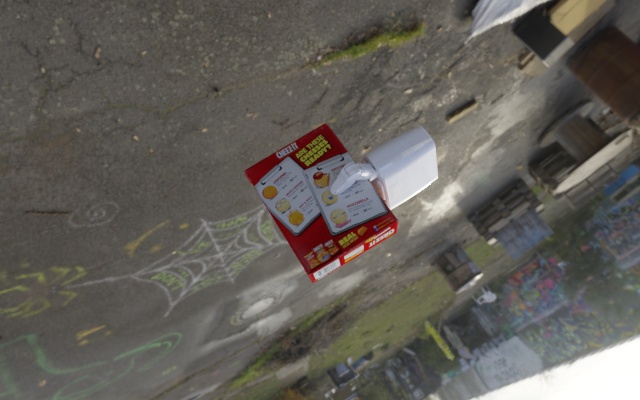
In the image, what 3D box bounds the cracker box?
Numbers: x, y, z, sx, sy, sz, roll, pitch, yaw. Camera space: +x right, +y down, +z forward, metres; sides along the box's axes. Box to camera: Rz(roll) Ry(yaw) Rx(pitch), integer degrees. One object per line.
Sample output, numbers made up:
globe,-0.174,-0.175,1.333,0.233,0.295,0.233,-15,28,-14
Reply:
cracker box,0.000,0.003,0.785,0.164,0.213,0.072,-31,-23,-7
